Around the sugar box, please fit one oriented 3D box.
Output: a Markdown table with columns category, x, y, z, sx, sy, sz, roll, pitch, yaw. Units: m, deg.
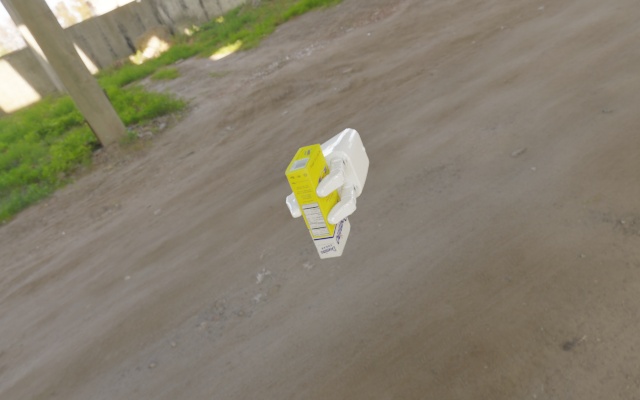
| category | x | y | z | sx | sy | sz | roll | pitch | yaw |
| --- | --- | --- | --- | --- | --- | --- | --- | --- | --- |
| sugar box | 0.001 | 0.002 | 0.820 | 0.048 | 0.176 | 0.093 | -12 | 28 | 23 |
